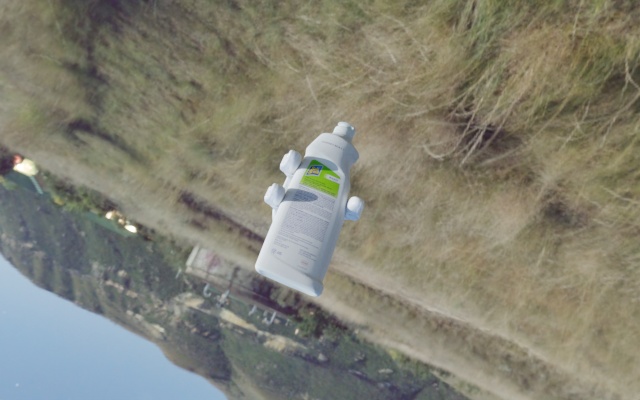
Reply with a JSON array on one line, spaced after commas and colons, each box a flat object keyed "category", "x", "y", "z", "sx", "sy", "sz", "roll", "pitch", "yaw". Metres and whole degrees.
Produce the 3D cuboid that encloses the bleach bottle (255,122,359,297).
[{"category": "bleach bottle", "x": 0.000, "y": 0.002, "z": 0.687, "sx": 0.102, "sy": 0.250, "sz": 0.068, "roll": 23, "pitch": -17, "yaw": 1}]
